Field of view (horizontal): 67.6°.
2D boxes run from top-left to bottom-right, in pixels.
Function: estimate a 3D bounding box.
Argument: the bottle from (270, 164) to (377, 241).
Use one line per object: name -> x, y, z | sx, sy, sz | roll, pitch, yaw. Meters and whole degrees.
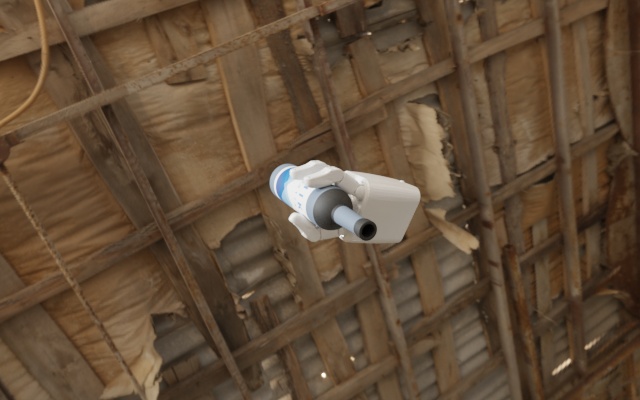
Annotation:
bottle -> 0.000, 0.002, 0.745 | 0.069, 0.069, 0.295 | 0, 15, -26
